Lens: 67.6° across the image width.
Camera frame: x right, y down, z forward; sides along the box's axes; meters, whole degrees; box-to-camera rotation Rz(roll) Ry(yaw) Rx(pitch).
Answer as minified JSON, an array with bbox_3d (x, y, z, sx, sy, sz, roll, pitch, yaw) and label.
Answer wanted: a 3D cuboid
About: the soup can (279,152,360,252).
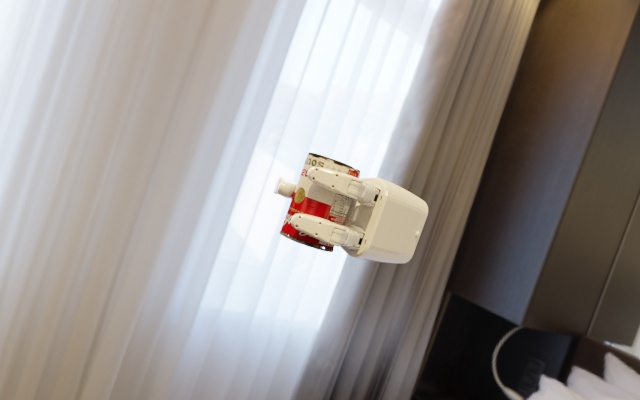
[{"bbox_3d":[0.000,0.001,0.564,0.068,0.102,0.068,20,2,-1],"label":"soup can"}]
